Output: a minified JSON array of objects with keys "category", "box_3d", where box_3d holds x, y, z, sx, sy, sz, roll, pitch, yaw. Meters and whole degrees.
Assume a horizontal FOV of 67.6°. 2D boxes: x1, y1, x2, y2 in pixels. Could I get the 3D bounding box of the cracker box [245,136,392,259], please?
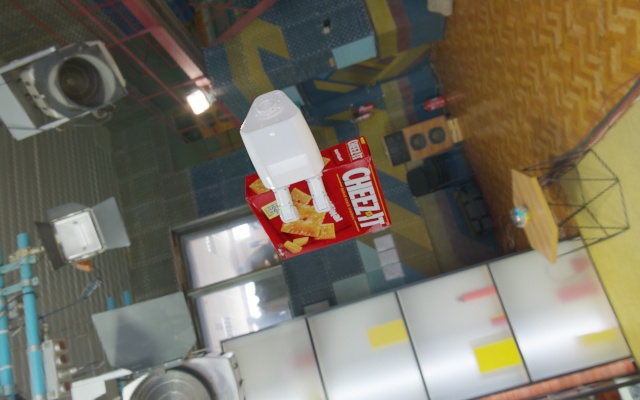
[{"category":"cracker box","box_3d":[0.000,0.003,0.823,0.214,0.164,0.072,-18,41,6]}]
